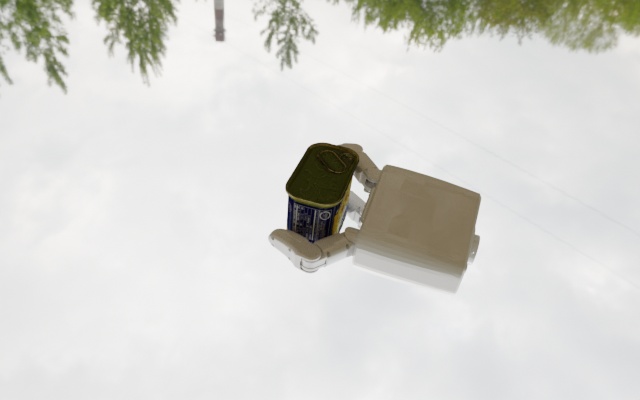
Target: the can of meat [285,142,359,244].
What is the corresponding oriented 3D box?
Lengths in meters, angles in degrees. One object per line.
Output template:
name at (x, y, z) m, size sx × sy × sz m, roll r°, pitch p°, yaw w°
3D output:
can of meat at (0.000, 0.002, 0.505) m, size 0.057 × 0.084 × 0.102 m, roll 15°, pitch 41°, yaw 10°
